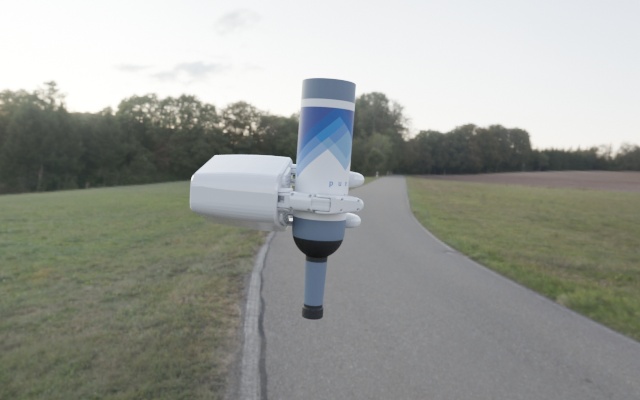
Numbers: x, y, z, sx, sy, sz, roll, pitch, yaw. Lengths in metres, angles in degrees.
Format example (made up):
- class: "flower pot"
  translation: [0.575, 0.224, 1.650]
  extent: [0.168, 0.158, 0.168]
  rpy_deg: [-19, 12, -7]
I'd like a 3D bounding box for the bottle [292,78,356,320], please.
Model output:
- class: "bottle"
  translation: [0.000, 0.002, 0.596]
  extent: [0.069, 0.296, 0.069]
  rpy_deg: [4, 5, 0]
